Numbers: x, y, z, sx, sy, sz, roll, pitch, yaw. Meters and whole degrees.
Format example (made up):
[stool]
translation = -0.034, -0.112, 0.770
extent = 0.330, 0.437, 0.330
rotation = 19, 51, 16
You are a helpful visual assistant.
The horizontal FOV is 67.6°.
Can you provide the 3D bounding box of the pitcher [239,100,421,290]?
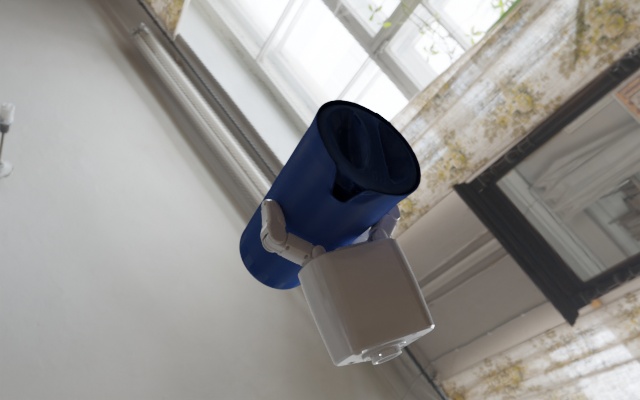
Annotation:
[pitcher]
translation = 0.000, 0.002, 0.583
extent = 0.149, 0.145, 0.243
rotation = 0, -35, -38
